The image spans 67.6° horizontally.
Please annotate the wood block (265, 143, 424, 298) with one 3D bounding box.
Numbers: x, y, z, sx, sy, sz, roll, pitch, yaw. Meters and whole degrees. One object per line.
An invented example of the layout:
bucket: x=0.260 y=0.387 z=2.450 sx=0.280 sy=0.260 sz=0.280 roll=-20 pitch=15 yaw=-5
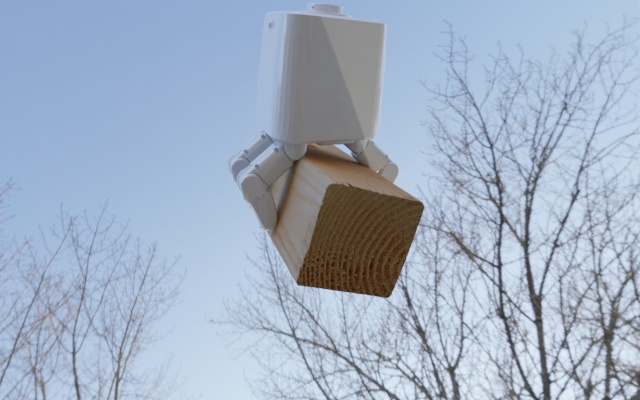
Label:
wood block: x=0.000 y=0.001 z=0.468 sx=0.091 sy=0.090 sz=0.206 roll=12 pitch=15 yaw=-23
